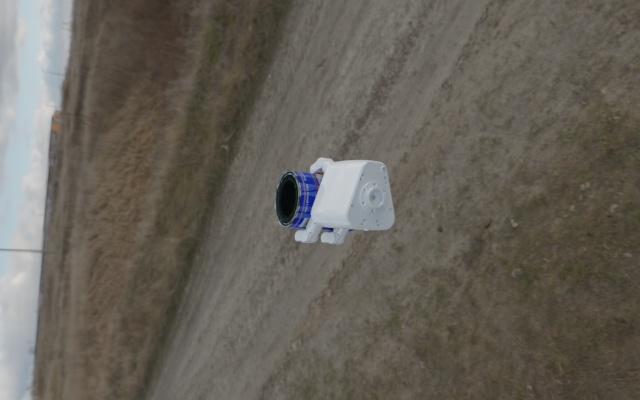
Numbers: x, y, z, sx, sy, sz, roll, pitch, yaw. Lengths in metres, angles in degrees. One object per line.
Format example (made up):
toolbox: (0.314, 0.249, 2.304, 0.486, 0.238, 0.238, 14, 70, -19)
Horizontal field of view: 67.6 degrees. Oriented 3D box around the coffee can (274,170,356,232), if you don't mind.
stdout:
coffee can: (0.000, 0.003, 0.872, 0.140, 0.103, 0.103, 6, -3, -29)
